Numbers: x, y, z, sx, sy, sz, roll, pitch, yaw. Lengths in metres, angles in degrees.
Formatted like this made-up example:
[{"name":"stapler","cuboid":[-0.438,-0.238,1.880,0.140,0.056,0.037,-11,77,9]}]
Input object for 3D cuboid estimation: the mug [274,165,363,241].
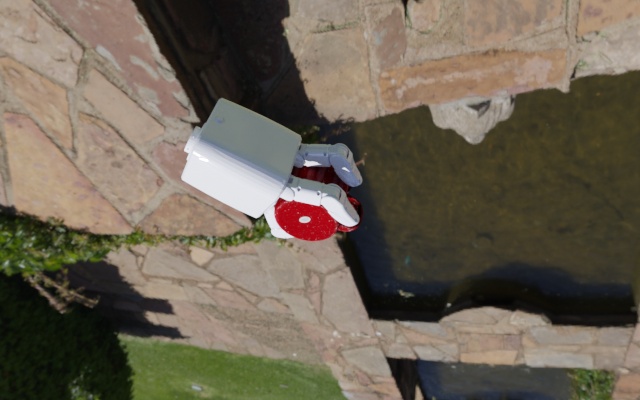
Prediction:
[{"name":"mug","cuboid":[0.001,0.003,0.602,0.117,0.081,0.093,26,-42,-13]}]
